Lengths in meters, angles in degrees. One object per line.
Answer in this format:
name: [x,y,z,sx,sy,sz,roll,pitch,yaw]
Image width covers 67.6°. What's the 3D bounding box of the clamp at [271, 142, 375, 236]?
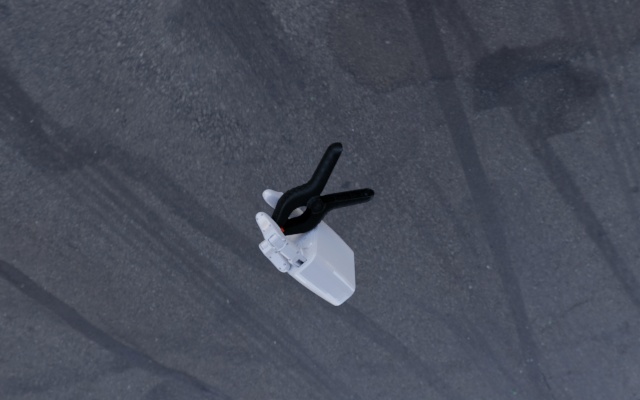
clamp: [0.000,0.003,0.734,0.120,0.171,0.039,42,12,-29]
